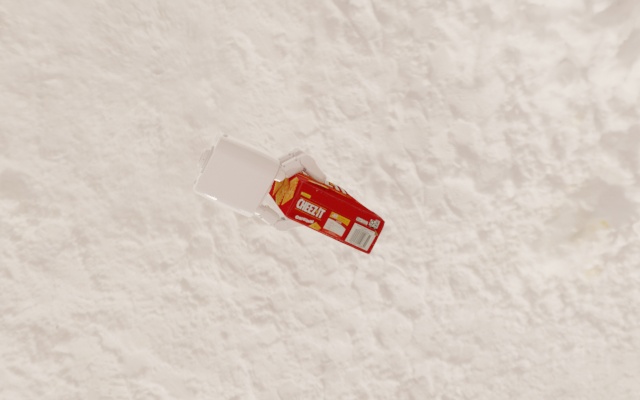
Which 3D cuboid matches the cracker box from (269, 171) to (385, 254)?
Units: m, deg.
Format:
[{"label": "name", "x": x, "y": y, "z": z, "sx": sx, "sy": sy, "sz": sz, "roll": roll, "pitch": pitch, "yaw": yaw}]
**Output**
[{"label": "cracker box", "x": 0.000, "y": 0.003, "z": 0.853, "sx": 0.164, "sy": 0.072, "sz": 0.213, "roll": 25, "pitch": 7, "yaw": -20}]
